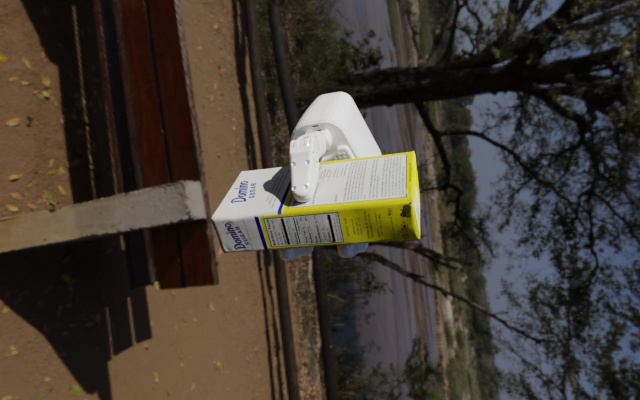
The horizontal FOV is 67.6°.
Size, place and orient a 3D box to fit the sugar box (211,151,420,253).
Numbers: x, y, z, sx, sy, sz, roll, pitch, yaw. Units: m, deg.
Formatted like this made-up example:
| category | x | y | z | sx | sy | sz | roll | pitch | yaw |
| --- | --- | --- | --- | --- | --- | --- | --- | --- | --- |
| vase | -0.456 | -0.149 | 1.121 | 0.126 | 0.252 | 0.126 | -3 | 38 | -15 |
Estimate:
| category | x | y | z | sx | sy | sz | roll | pitch | yaw |
| --- | --- | --- | --- | --- | --- | --- | --- | --- | --- |
| sugar box | 0.000 | 0.002 | 0.439 | 0.176 | 0.048 | 0.093 | -7 | 29 | 16 |
